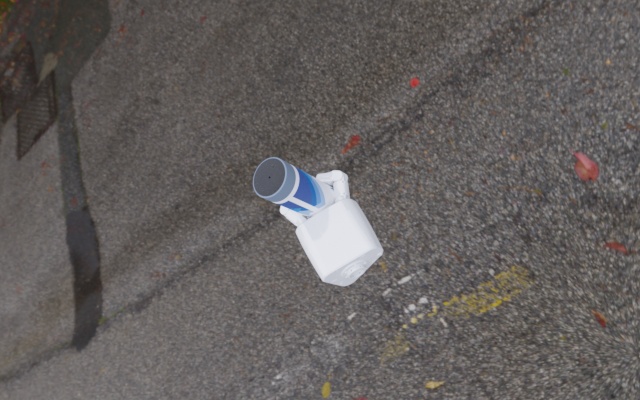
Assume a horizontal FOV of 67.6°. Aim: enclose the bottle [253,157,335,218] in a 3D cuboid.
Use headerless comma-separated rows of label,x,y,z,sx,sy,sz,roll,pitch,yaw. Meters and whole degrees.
bottle,0.000,0.003,0.852,0.069,0.069,0.296,0,-15,34
